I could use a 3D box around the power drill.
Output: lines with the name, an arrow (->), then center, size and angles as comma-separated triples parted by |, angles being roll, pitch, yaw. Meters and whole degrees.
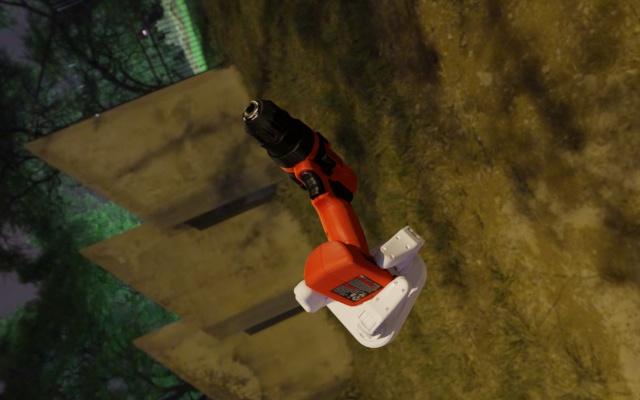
power drill -> 0.000, 0.002, 0.478 | 0.057, 0.187, 0.184 | -32, -38, 20
